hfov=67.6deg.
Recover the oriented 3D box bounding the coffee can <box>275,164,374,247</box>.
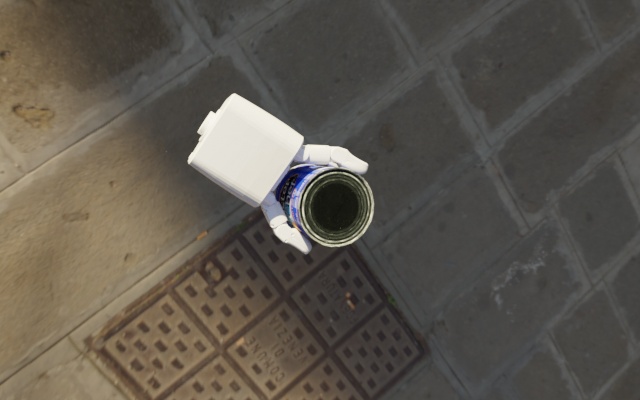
[{"bbox_3d":[0.000,0.002,0.669,0.103,0.103,0.140,0,6,-18],"label":"coffee can"}]
